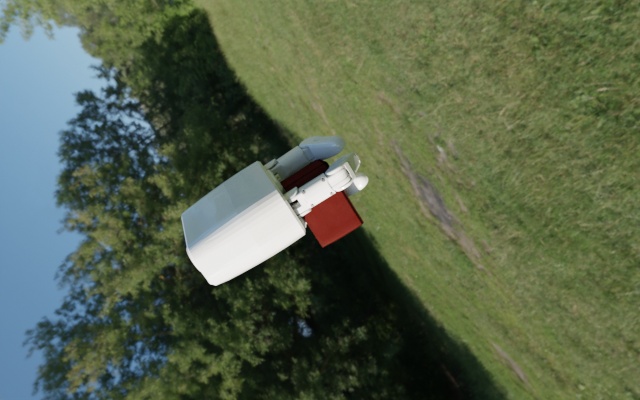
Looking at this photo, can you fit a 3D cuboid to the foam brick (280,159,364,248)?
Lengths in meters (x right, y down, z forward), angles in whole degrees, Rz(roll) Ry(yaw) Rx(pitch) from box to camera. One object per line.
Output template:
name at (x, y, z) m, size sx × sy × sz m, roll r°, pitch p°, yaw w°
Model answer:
foam brick at (0.000, 0.002, 0.511) m, size 0.051 × 0.078 × 0.053 m, roll -33°, pitch 13°, yaw -4°
